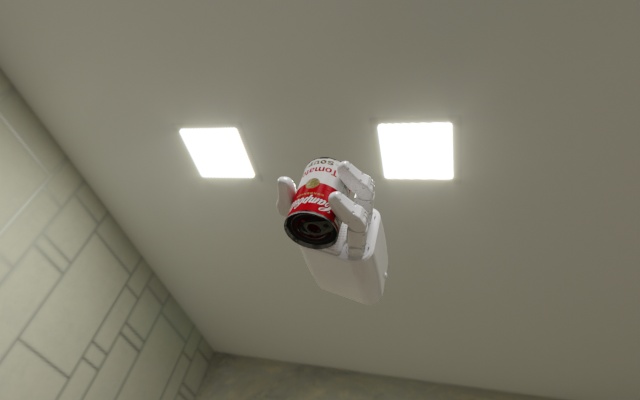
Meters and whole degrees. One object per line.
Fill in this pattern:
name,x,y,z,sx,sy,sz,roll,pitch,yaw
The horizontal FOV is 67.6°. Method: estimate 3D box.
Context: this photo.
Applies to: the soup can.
soup can,0.000,0.001,0.610,0.068,0.102,0.069,10,-42,9
